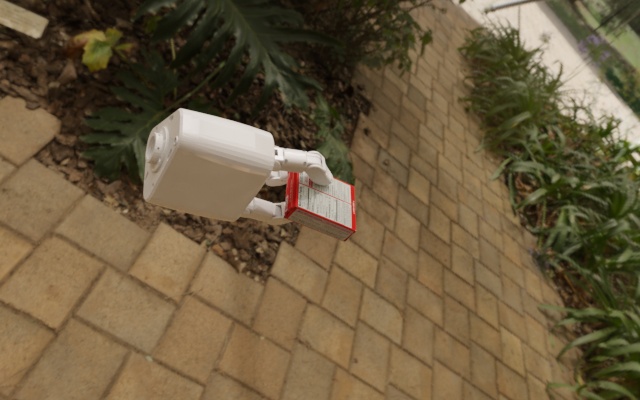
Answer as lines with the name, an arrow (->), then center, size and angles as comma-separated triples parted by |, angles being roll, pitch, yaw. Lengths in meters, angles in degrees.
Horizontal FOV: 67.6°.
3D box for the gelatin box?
gelatin box -> 0.001, 0.002, 0.588 | 0.089, 0.073, 0.030 | 22, -45, -24
